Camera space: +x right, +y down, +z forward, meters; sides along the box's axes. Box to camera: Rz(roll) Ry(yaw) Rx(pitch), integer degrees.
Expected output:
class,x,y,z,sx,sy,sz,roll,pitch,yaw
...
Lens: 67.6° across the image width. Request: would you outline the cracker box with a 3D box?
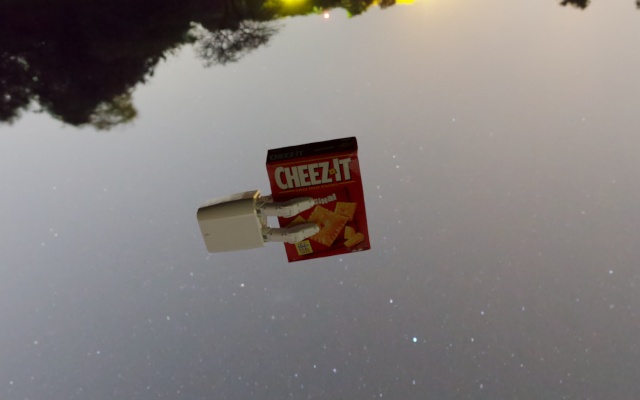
class,x,y,z,sx,sy,sz,roll,pitch,yaw
cracker box,0.000,0.003,0.884,0.164,0.214,0.072,-9,29,3
